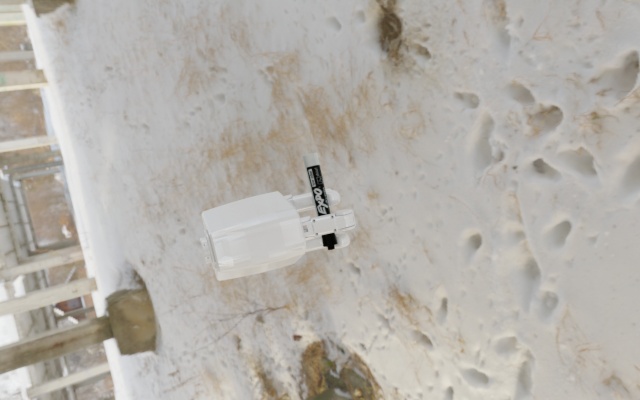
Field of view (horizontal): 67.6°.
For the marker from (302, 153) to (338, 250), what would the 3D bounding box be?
[{"bbox_3d":[0.000,0.002,0.589,0.020,0.121,0.020,-13,3,1],"label":"marker"}]
